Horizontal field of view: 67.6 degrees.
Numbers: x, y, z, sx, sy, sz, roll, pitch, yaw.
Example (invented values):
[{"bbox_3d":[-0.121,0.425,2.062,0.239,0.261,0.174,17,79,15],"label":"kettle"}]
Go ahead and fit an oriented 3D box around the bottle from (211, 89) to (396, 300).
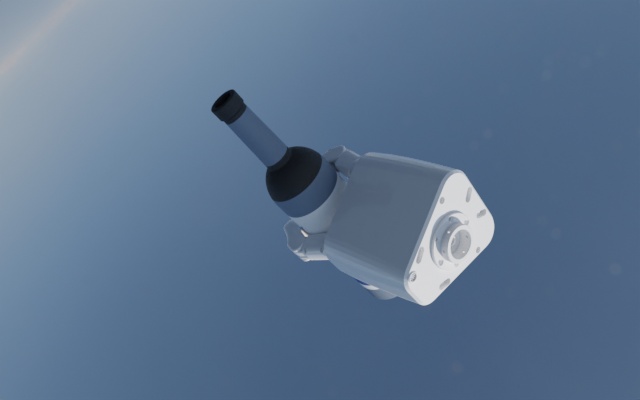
[{"bbox_3d":[0.000,0.002,0.494,0.069,0.069,0.296,0,-37,46],"label":"bottle"}]
